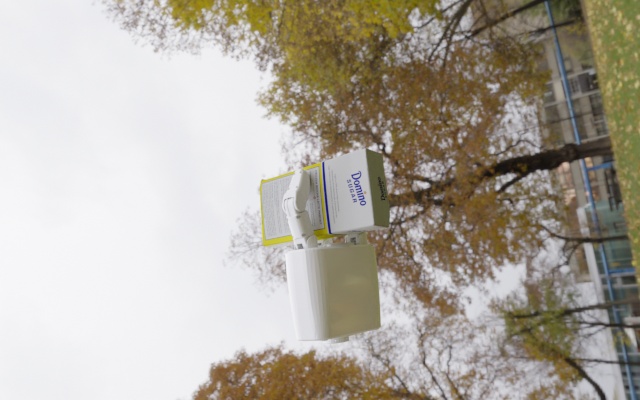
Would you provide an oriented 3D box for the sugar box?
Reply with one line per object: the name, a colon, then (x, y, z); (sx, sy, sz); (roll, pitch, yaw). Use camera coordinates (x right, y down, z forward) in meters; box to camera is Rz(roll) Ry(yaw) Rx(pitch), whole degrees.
sugar box: (0.000, 0.002, 0.603); (0.176, 0.093, 0.048); (-12, -13, 35)
